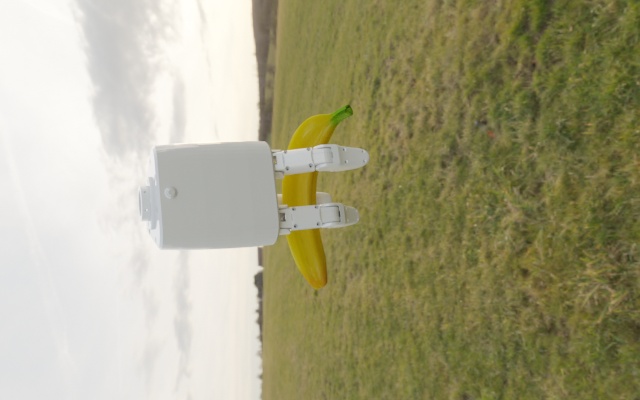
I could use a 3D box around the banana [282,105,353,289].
[{"bbox_3d":[-0.013,-0.006,0.513,0.037,0.198,0.069,-4,15,-45],"label":"banana"}]
